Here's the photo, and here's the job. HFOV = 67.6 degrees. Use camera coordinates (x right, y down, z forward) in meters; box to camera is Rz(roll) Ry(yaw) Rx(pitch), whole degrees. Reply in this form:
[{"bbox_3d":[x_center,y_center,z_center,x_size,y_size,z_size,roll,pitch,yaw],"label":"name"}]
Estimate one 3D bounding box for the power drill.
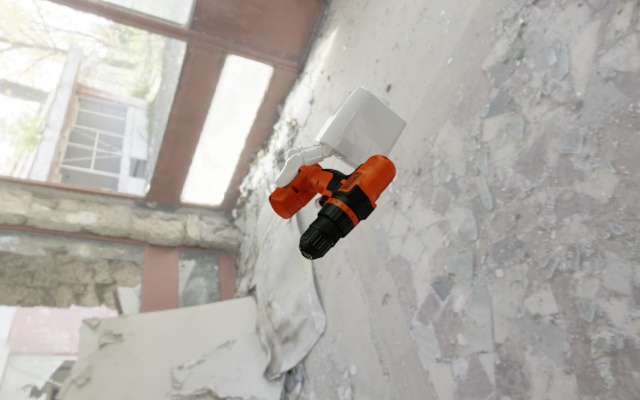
[{"bbox_3d":[0.000,0.002,0.706,0.184,0.057,0.187,-45,29,-21],"label":"power drill"}]
